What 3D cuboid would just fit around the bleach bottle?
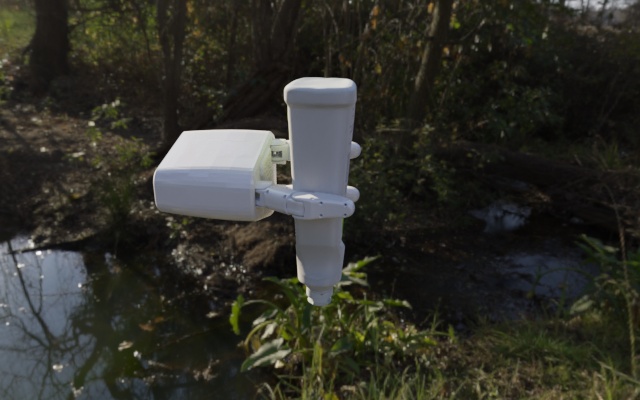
[{"bbox_3d":[0.000,0.002,0.510,0.068,0.251,0.102,3,20,6],"label":"bleach bottle"}]
